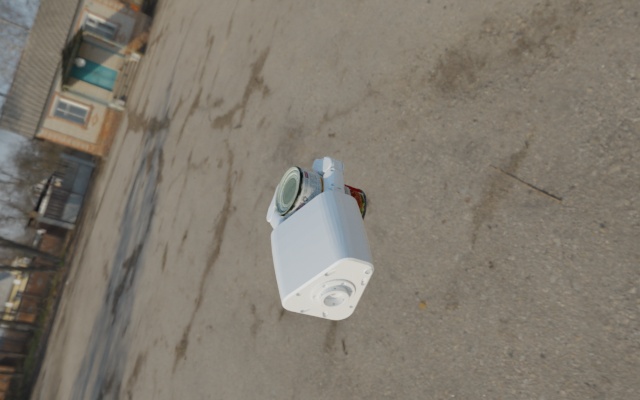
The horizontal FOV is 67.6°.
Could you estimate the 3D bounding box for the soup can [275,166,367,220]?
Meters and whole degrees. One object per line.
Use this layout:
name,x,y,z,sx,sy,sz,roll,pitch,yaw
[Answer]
soup can,0.000,0.002,0.627,0.102,0.068,0.068,19,-9,-27
